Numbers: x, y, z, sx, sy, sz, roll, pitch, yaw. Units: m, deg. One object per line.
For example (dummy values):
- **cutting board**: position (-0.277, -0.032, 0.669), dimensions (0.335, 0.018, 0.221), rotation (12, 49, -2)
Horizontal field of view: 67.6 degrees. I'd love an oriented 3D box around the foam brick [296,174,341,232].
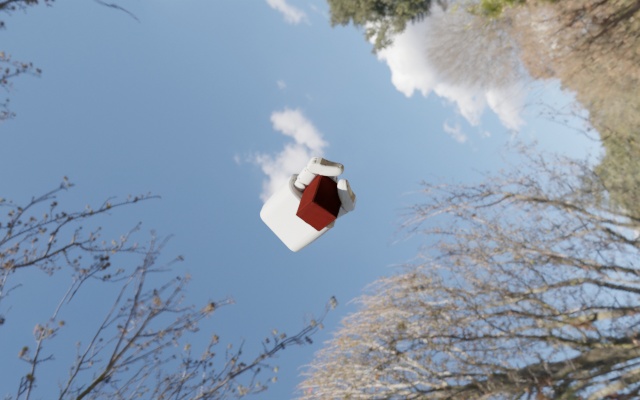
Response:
- **foam brick**: position (0.000, 0.003, 0.807), dimensions (0.053, 0.078, 0.051), rotation (37, -51, -17)
